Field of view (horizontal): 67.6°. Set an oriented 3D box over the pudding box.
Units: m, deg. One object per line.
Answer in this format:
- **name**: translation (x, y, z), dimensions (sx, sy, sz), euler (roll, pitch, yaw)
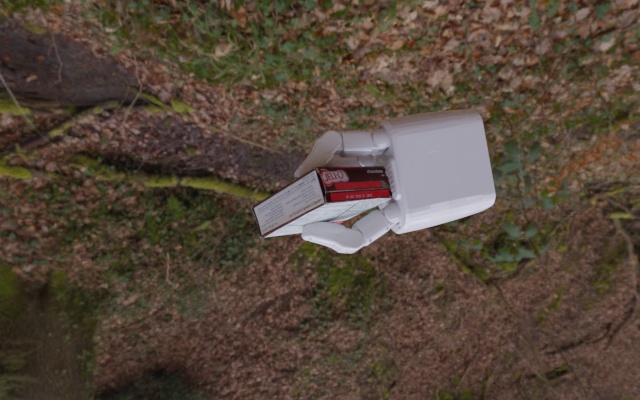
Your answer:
- **pudding box**: translation (0.000, 0.002, 0.471), dimensions (0.090, 0.039, 0.113), euler (-3, -19, -41)
